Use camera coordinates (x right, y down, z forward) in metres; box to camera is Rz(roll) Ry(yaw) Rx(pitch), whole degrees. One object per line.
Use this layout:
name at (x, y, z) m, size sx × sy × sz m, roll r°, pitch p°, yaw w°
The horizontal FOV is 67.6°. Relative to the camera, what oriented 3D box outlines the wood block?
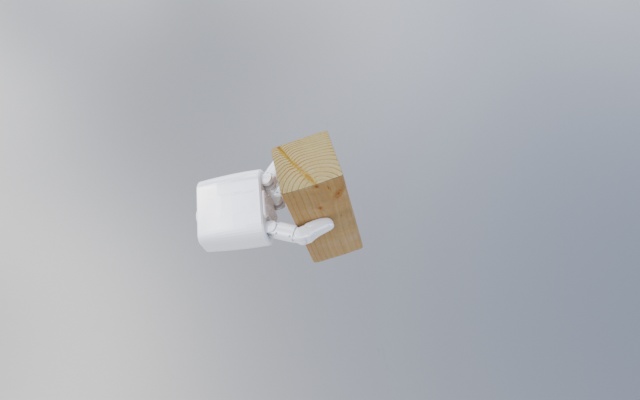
wood block at (0.000, 0.003, 0.750) m, size 0.090 × 0.090 × 0.206 m, roll -18°, pitch -36°, yaw 2°
